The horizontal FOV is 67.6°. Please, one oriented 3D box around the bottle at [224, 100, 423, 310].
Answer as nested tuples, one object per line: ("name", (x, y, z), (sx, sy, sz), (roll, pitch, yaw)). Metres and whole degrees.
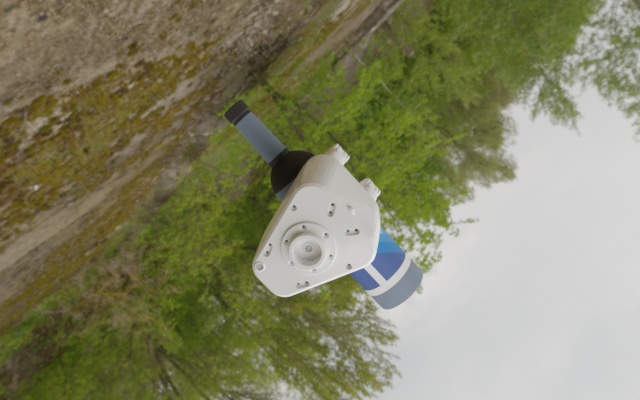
("bottle", (0.000, 0.002, 0.559), (0.069, 0.296, 0.069), (-42, 9, 8))
